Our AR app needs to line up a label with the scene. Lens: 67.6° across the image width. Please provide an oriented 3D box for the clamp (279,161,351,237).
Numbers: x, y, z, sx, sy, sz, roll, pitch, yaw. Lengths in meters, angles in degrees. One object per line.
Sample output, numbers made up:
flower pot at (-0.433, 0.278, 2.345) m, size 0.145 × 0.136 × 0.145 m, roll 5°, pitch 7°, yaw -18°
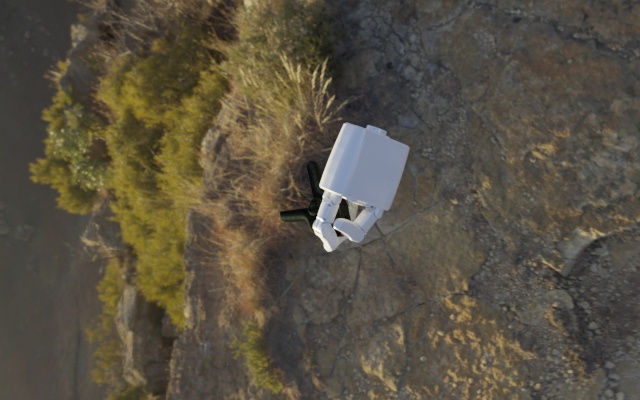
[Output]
clamp at (0.000, 0.003, 0.807) m, size 0.039 × 0.120 × 0.171 m, roll 14°, pitch 8°, yaw -43°
